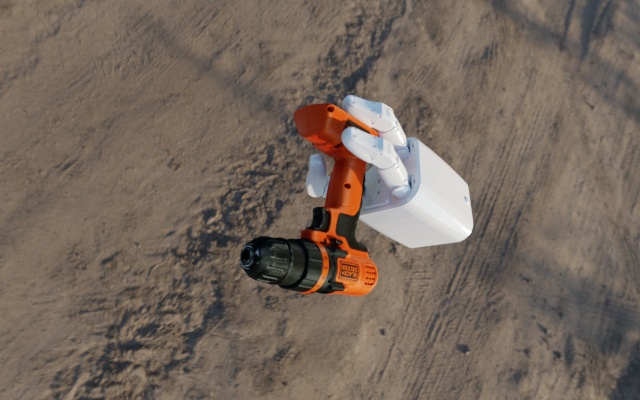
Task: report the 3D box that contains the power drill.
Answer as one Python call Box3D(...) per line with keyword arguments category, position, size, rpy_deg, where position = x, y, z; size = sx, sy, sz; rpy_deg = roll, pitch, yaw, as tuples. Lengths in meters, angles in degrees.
Box3D(category="power drill", position=(0.000, 0.001, 0.490), size=(0.057, 0.187, 0.184), rpy_deg=(-1, -14, 38))
